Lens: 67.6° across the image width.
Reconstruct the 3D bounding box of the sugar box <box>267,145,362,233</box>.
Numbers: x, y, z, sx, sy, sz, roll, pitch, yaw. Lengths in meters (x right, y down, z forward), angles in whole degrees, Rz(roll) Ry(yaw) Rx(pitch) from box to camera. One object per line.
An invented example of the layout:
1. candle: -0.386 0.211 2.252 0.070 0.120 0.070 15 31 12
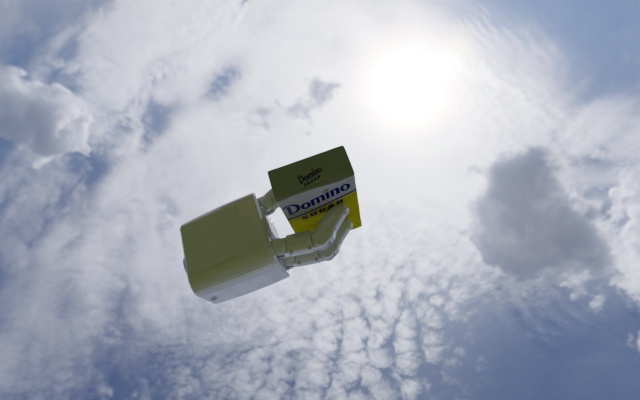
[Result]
1. sugar box: 0.000 0.003 0.599 0.093 0.048 0.176 -19 -21 1
